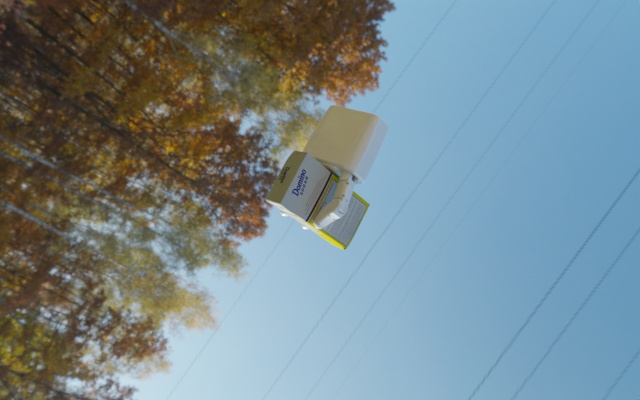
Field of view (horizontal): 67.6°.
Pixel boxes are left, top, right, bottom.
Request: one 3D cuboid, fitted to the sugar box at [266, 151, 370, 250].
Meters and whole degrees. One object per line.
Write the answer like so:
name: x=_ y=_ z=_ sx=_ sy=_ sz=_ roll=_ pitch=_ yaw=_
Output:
sugar box: x=0.000 y=0.002 z=0.782 sx=0.176 sy=0.093 sz=0.048 roll=37 pitch=-14 yaw=-38
